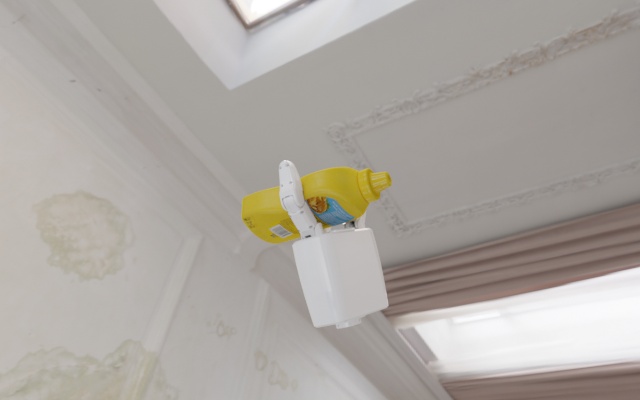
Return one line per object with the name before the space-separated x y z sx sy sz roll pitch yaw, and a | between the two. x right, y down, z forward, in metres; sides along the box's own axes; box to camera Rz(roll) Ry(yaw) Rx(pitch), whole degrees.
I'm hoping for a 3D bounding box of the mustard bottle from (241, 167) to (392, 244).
mustard bottle | 0.000 0.002 0.612 0.191 0.058 0.096 -18 -35 25
